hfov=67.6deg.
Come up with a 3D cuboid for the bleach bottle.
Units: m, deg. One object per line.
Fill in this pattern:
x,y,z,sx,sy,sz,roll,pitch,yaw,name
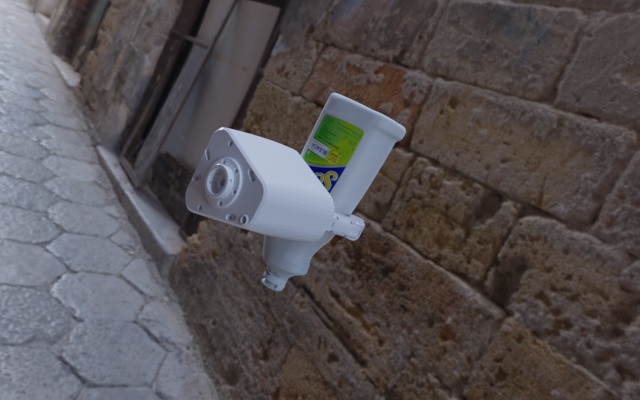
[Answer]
0.000,0.002,0.586,0.102,0.251,0.068,34,11,36,bleach bottle
